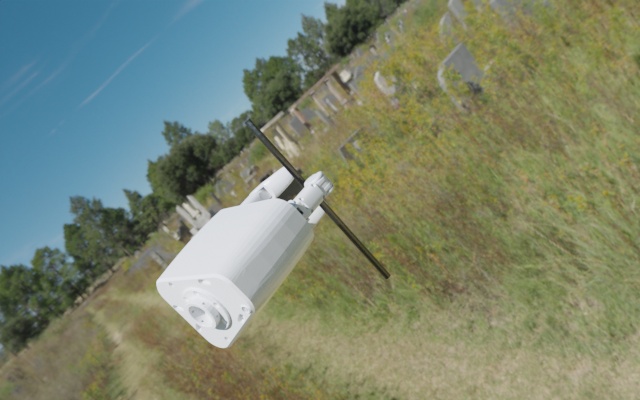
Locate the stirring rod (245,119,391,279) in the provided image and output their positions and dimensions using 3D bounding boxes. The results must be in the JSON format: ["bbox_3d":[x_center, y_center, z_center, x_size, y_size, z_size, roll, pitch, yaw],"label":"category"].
[{"bbox_3d":[0.000,0.002,0.537,0.011,0.239,0.011,-40,11,9],"label":"stirring rod"}]
